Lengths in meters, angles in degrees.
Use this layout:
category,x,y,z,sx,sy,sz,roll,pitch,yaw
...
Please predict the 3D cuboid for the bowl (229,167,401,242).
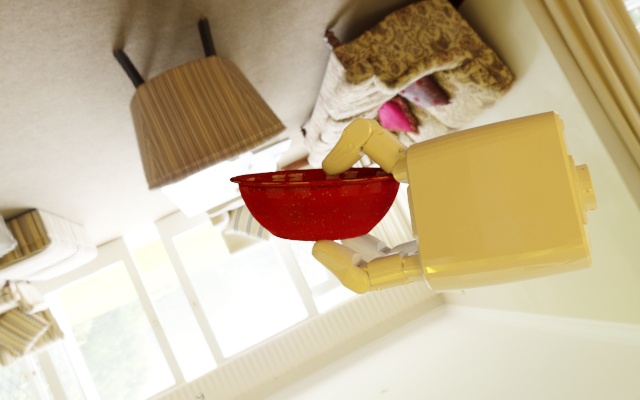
category,x,y,z,sx,sy,sz,roll,pitch,yaw
bowl,-0.001,0.002,0.435,0.162,0.055,0.162,-2,7,0
